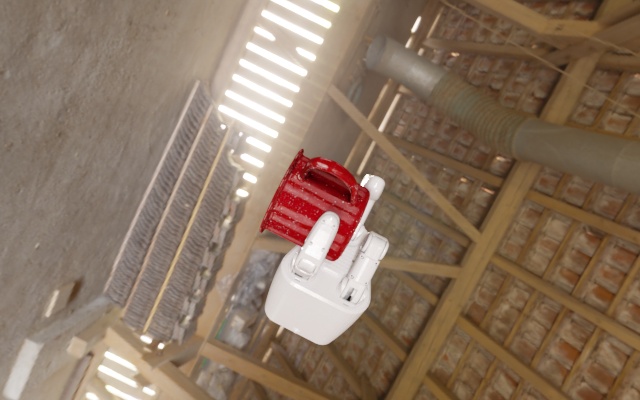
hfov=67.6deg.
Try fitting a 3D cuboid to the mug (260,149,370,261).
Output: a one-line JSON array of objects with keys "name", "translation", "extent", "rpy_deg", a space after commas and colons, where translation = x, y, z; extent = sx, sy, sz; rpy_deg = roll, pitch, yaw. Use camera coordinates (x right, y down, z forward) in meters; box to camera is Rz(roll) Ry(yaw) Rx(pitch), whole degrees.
[{"name": "mug", "translation": [0.001, 0.001, 0.464], "extent": [0.081, 0.093, 0.117], "rpy_deg": [27, -38, 0]}]
